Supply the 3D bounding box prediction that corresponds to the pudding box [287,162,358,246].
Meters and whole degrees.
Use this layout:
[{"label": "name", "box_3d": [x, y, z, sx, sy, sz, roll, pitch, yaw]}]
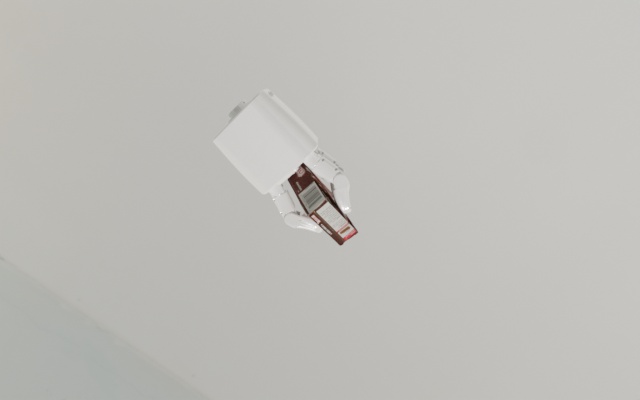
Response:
[{"label": "pudding box", "box_3d": [0.000, 0.002, 0.705, 0.090, 0.039, 0.113, 44, 11, -40]}]
